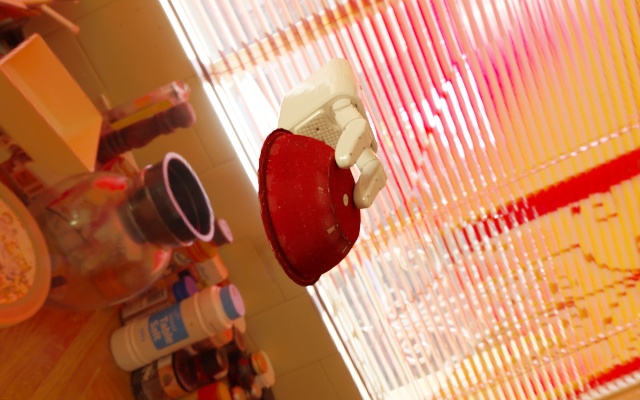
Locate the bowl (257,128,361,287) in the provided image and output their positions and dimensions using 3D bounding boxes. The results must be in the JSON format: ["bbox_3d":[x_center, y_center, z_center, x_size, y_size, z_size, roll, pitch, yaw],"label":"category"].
[{"bbox_3d":[0.000,0.003,0.473,0.055,0.162,0.162,-11,-4,21],"label":"bowl"}]
